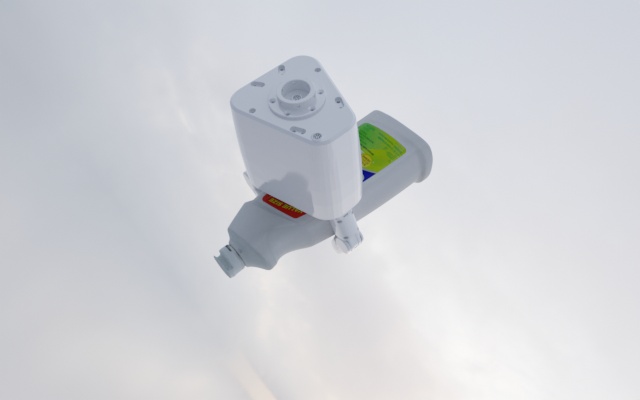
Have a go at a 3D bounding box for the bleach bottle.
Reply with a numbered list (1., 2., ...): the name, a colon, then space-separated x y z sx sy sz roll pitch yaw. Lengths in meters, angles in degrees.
1. bleach bottle: 0.000 0.002 0.521 0.251 0.102 0.068 -37 -31 -19
